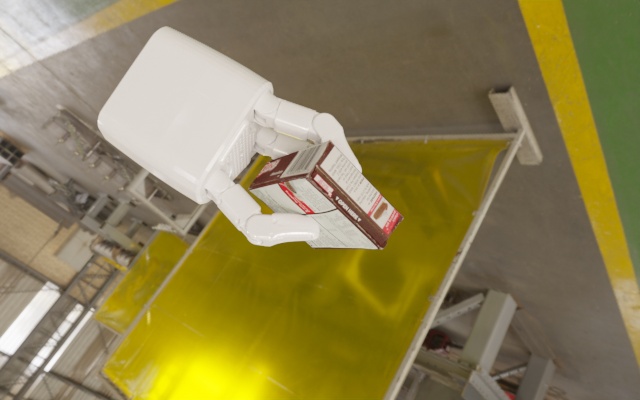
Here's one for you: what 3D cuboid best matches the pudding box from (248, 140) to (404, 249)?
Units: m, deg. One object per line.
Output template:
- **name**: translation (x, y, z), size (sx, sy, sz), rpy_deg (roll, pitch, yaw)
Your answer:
- **pudding box**: translation (0.000, 0.001, 0.404), size (0.090, 0.039, 0.113), rpy_deg (43, -22, -21)
